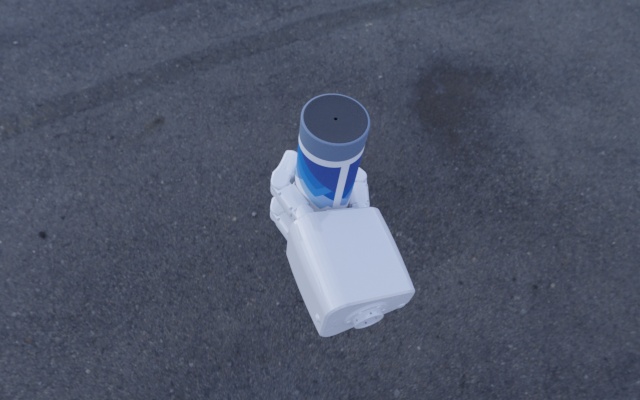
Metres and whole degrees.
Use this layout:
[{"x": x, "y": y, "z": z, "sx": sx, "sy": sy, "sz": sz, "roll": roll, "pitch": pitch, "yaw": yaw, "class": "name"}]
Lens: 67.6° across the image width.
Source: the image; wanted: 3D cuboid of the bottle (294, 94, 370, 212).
[{"x": 0.000, "y": 0.002, "z": 0.574, "sx": 0.069, "sy": 0.069, "sz": 0.296, "roll": 0, "pitch": -33, "yaw": -7, "class": "bottle"}]
